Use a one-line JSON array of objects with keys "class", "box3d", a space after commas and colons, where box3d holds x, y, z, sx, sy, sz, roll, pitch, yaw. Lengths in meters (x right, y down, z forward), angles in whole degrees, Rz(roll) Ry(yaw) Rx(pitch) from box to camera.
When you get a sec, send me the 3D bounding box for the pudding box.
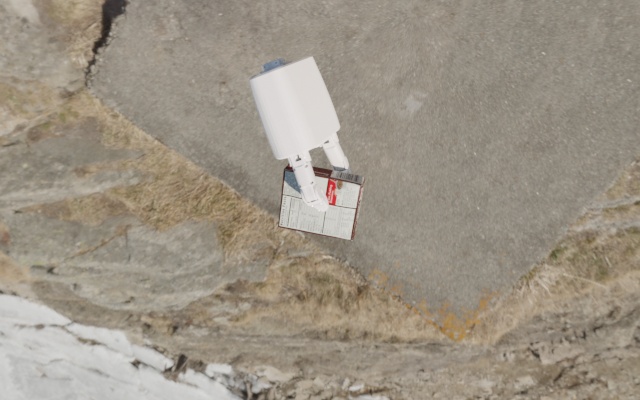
[{"class": "pudding box", "box3d": [0.000, 0.002, 0.676, 0.113, 0.090, 0.039, 11, 22, 7]}]
